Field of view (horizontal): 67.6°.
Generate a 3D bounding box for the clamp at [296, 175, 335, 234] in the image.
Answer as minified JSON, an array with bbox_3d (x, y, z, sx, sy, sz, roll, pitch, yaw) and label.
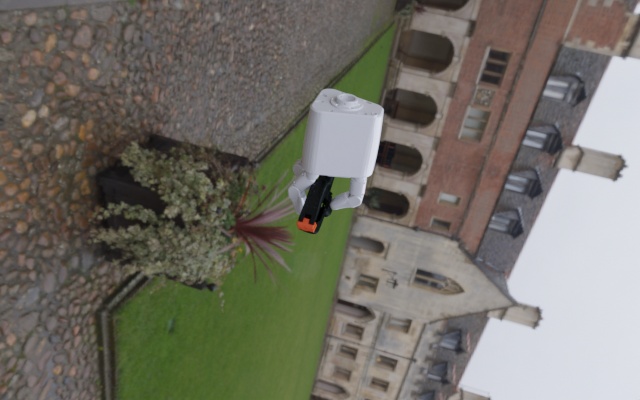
[{"bbox_3d":[0.001,0.003,0.822,0.036,0.165,0.209,13,36,8],"label":"clamp"}]
